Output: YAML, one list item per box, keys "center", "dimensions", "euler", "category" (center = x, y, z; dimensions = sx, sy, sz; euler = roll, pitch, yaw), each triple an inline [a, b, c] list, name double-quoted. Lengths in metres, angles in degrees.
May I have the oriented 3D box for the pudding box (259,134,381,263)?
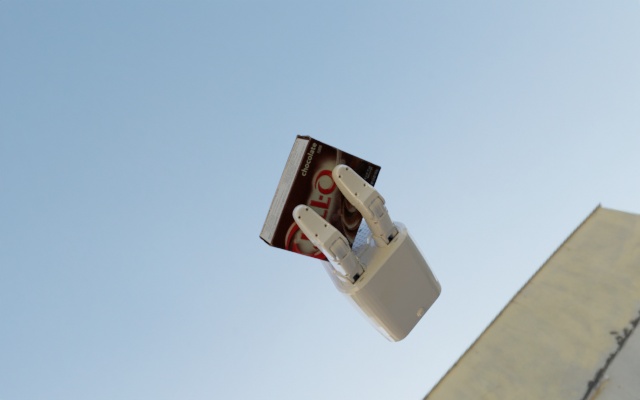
- center: [0.000, 0.002, 0.482]
  dimensions: [0.090, 0.113, 0.039]
  euler: [19, 1, -32]
  category: "pudding box"
